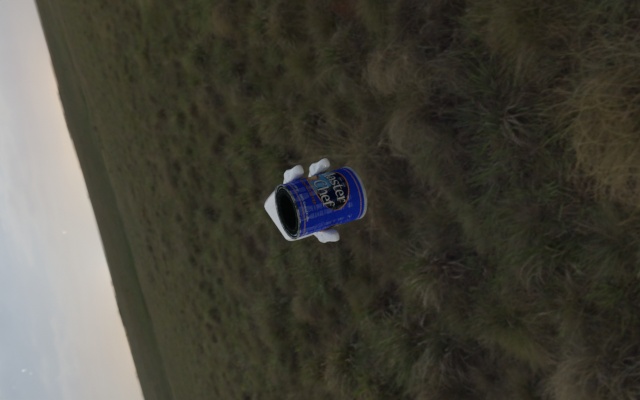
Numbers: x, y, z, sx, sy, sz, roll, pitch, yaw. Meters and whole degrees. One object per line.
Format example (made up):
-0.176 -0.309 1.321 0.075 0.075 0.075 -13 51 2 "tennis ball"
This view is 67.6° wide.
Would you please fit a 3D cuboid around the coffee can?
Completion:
0.000 0.003 0.878 0.140 0.103 0.103 -16 7 -25 "coffee can"
